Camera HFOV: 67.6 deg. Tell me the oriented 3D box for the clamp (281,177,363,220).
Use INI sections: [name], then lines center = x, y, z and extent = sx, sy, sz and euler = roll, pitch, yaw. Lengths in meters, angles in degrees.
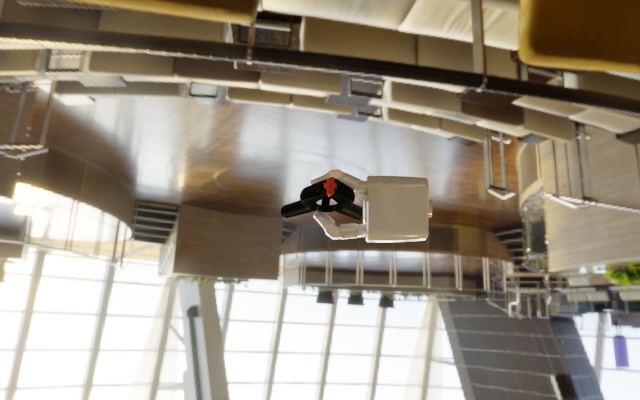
[clamp]
center = 0.000, 0.003, 0.853
extent = 0.164, 0.036, 0.210
euler = -1, -15, 3
